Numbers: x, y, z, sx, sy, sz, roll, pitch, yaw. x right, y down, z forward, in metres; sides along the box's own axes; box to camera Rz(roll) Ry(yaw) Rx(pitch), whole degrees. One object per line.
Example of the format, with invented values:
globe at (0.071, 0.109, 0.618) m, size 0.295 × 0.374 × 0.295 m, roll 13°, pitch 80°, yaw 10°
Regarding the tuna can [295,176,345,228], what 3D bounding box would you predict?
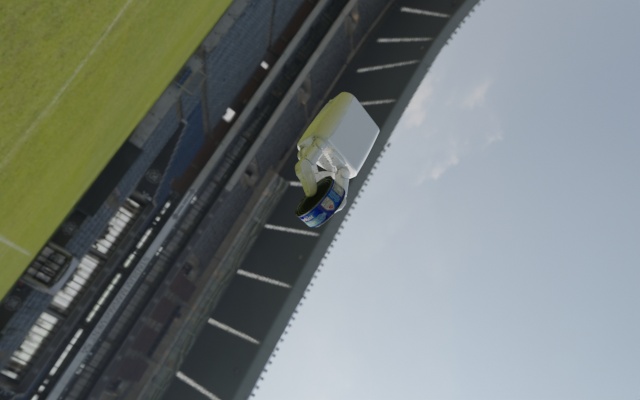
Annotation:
tuna can at (0.000, 0.003, 0.777) m, size 0.034 × 0.086 × 0.086 m, roll 42°, pitch -15°, yaw -17°
